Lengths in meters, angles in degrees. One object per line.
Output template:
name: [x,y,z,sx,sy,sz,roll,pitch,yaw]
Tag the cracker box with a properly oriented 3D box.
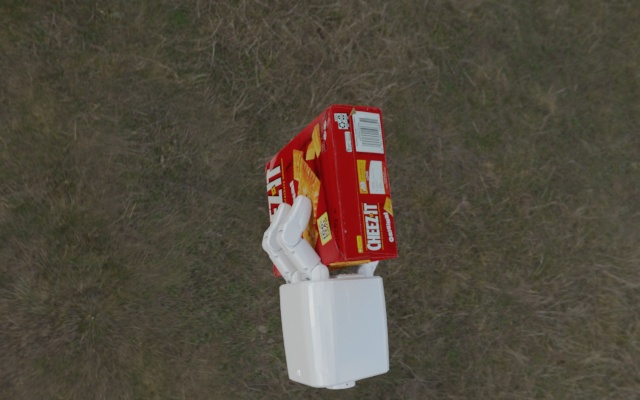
cracker box: [0.000,0.002,0.575,0.072,0.164,0.214,0,-13,-25]
